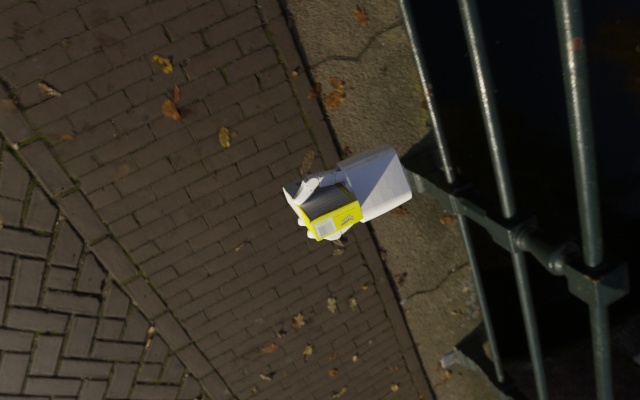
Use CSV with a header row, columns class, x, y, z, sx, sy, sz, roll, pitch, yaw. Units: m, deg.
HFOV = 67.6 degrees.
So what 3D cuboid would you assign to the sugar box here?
class,x,y,z,sx,sy,sz,roll,pitch,yaw
sugar box,0.000,0.003,0.879,0.093,0.048,0.176,-24,26,-9
